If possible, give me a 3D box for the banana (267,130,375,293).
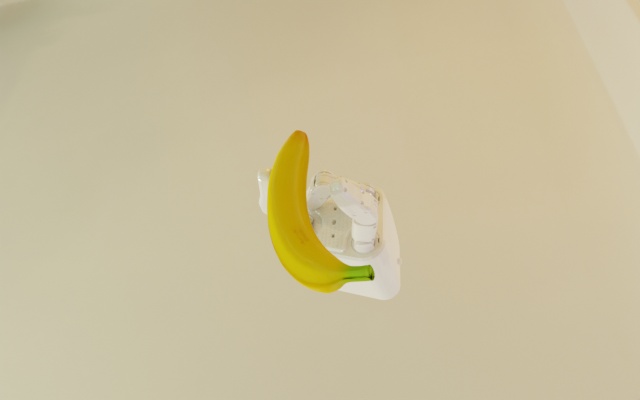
[{"bbox_3d":[-0.016,0.012,0.424,0.069,0.197,0.037,-27,-43,2],"label":"banana"}]
